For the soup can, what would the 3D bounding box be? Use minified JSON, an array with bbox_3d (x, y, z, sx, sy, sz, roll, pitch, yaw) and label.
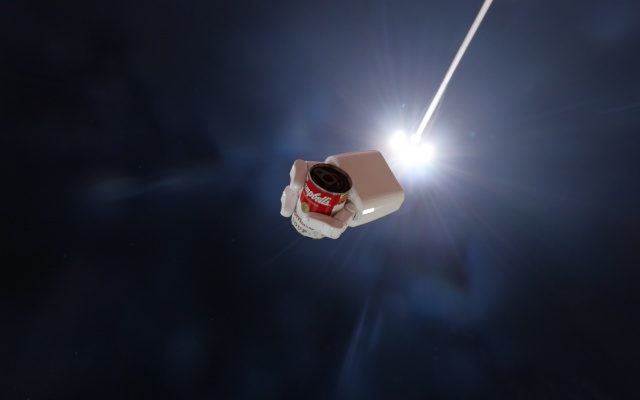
[{"bbox_3d":[0.000,0.003,0.737,0.068,0.102,0.068,14,40,-12],"label":"soup can"}]
